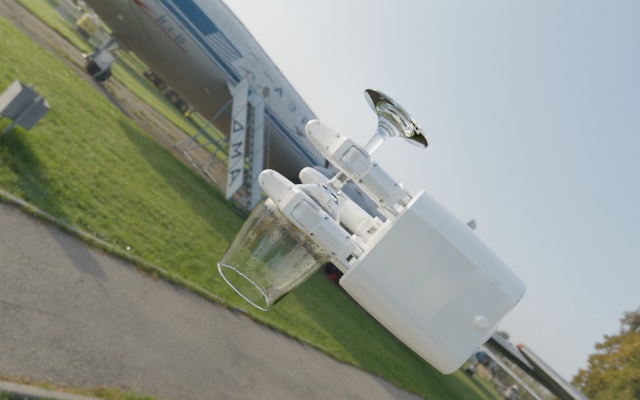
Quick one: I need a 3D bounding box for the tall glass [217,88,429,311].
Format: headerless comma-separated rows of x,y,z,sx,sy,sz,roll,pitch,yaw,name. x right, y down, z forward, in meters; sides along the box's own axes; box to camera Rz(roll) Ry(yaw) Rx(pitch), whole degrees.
0.000,0.001,0.417,0.079,0.201,0.079,43,-1,1,tall glass
